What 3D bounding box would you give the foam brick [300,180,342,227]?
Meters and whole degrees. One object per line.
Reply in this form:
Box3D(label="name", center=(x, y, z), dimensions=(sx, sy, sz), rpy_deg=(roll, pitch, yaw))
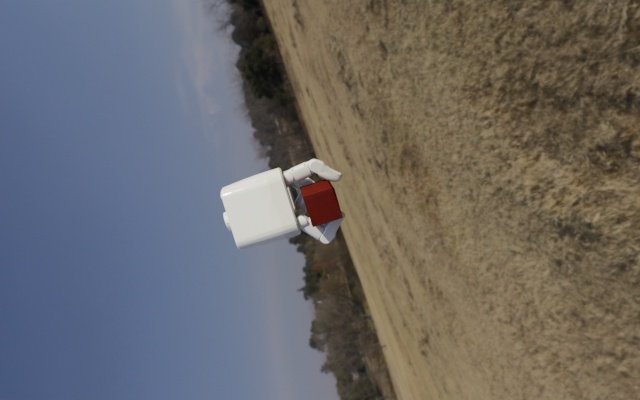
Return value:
Box3D(label="foam brick", center=(0.000, 0.002, 0.777), dimensions=(0.051, 0.053, 0.078), rpy_deg=(-17, 14, -2))
